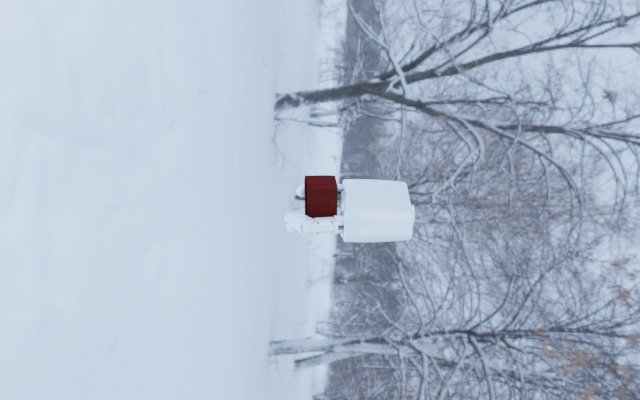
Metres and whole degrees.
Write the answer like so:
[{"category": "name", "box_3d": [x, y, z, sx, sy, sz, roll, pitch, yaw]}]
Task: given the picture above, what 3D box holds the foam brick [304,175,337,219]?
[{"category": "foam brick", "box_3d": [0.000, 0.002, 0.767, 0.051, 0.078, 0.053, -1, 21, -1]}]
